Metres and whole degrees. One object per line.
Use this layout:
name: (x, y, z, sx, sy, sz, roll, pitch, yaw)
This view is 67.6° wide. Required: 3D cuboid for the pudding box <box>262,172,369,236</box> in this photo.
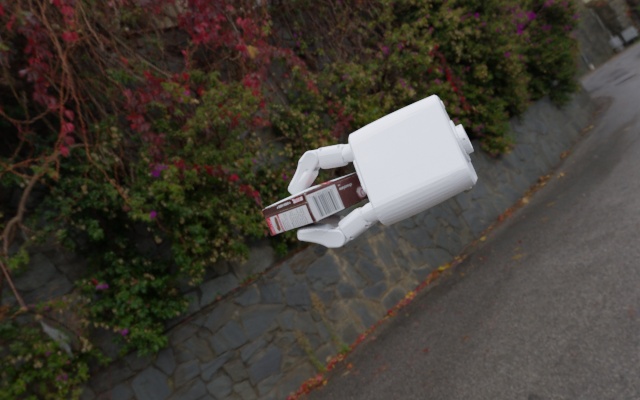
pudding box: (0.000, 0.002, 0.578, 0.113, 0.039, 0.090, -20, -1, -42)
